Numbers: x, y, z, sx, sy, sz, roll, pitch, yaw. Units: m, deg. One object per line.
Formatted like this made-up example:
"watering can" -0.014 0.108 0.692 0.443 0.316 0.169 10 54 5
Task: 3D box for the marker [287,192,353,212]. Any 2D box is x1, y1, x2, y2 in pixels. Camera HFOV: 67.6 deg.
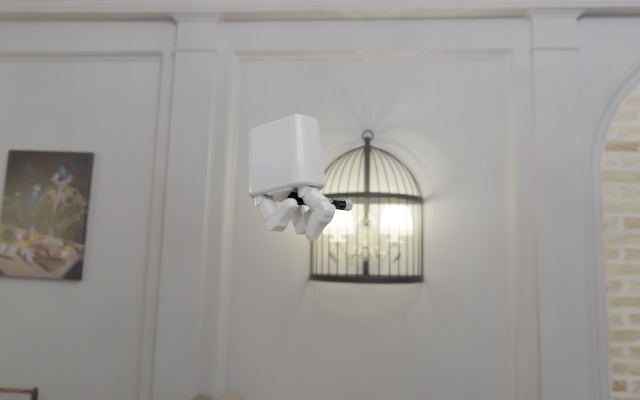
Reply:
"marker" 0.000 0.002 0.712 0.121 0.020 0.020 8 -5 -41
